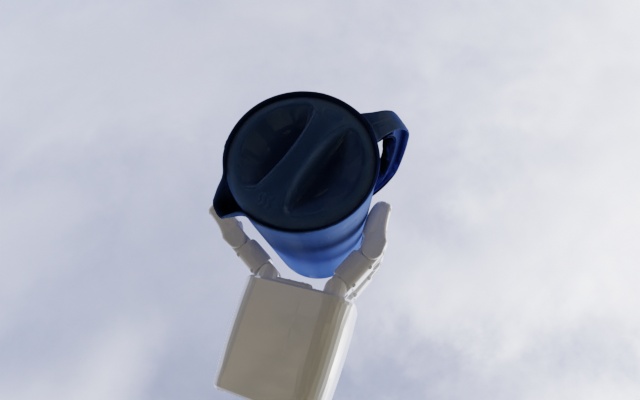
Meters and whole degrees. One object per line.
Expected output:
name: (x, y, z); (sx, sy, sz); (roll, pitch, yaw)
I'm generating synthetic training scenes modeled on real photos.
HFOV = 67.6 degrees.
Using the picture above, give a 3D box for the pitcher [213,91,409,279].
pitcher: (0.000, 0.002, 0.504); (0.149, 0.145, 0.243); (13, -19, 9)
